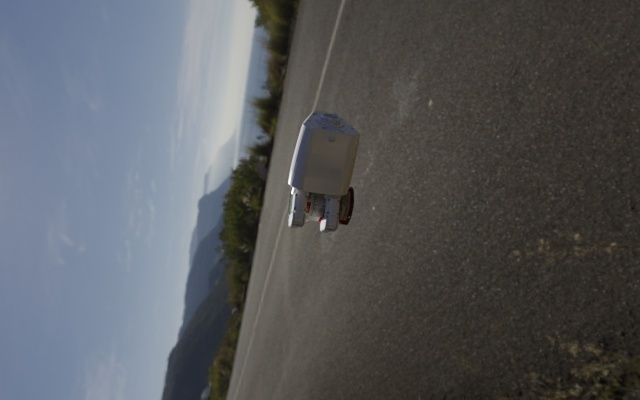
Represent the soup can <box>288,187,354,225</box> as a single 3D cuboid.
[{"bbox_3d":[0.000,0.003,0.822,0.102,0.068,0.068,8,-2,-11],"label":"soup can"}]
